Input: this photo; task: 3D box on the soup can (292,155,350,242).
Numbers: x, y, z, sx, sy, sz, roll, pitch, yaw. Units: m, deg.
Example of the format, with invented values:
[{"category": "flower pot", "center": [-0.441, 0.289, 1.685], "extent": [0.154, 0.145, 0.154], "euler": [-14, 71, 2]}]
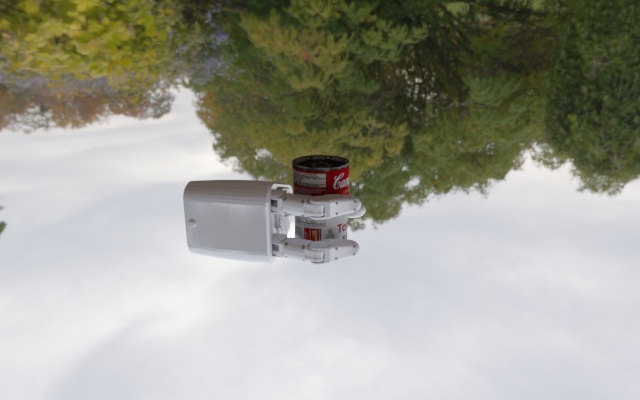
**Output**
[{"category": "soup can", "center": [0.001, 0.002, 0.576], "extent": [0.068, 0.102, 0.068], "euler": [0, 18, 0]}]
